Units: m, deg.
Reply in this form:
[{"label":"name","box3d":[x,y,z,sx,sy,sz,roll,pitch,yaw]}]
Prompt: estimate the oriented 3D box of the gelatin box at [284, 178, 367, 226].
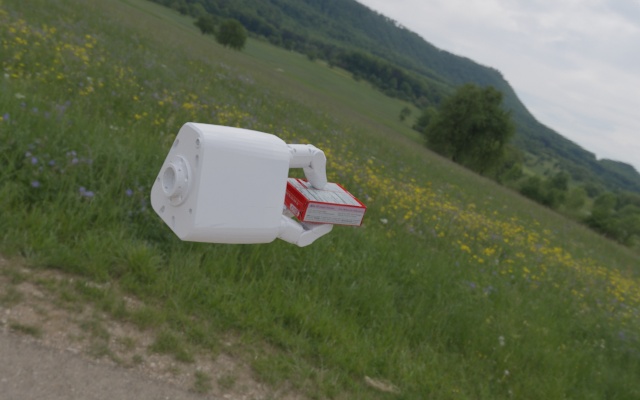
[{"label":"gelatin box","box3d":[0.001,0.002,0.586,0.089,0.030,0.073,5,22,-32]}]
